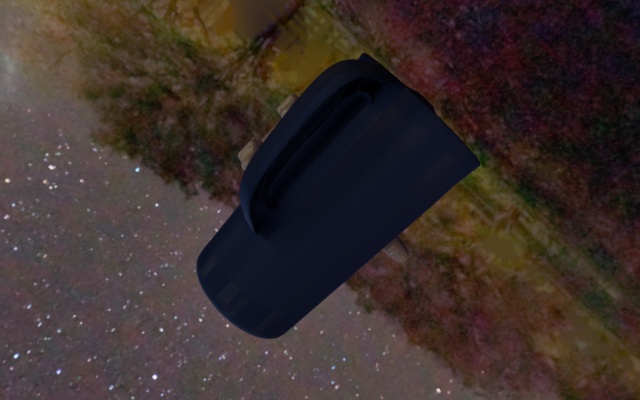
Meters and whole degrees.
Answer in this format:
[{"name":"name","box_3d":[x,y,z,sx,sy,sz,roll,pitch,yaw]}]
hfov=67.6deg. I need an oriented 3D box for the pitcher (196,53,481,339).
[{"name":"pitcher","box_3d":[0.000,0.001,0.410,0.149,0.243,0.145,42,12,-12]}]
